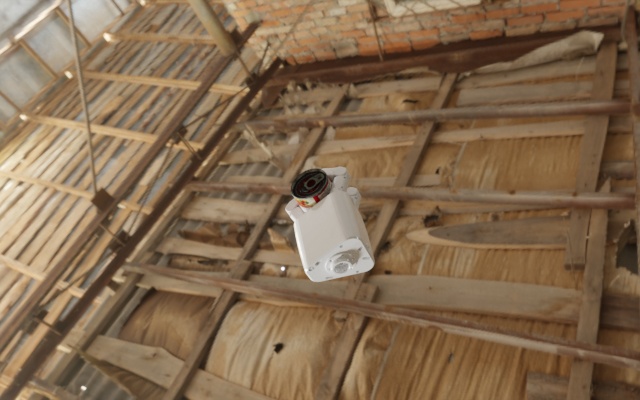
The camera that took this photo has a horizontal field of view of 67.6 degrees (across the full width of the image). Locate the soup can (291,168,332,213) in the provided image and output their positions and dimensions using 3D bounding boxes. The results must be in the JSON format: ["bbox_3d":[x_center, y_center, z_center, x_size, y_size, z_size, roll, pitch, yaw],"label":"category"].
[{"bbox_3d":[0.000,0.003,0.836,0.068,0.068,0.102,0,-39,31],"label":"soup can"}]
